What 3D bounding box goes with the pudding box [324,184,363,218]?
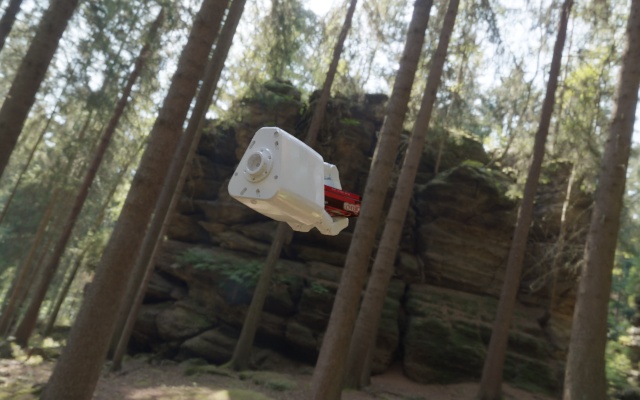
[{"bbox_3d":[0.000,0.002,0.773,0.090,0.039,0.113,18,-11,-27],"label":"pudding box"}]
